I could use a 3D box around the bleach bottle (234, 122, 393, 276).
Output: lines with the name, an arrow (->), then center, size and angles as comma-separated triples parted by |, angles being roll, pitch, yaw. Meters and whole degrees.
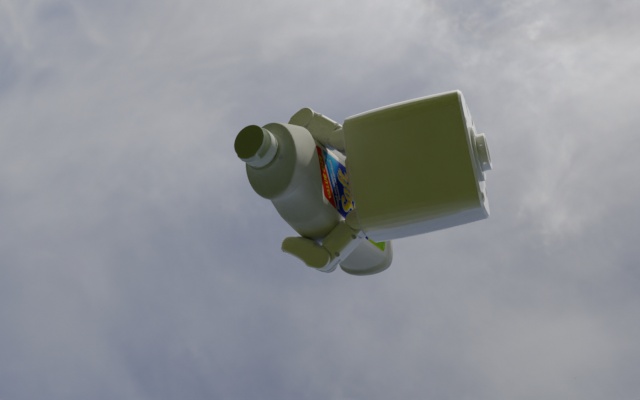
bleach bottle -> 0.000, 0.001, 0.471 | 0.068, 0.102, 0.251 | -11, -23, 24
